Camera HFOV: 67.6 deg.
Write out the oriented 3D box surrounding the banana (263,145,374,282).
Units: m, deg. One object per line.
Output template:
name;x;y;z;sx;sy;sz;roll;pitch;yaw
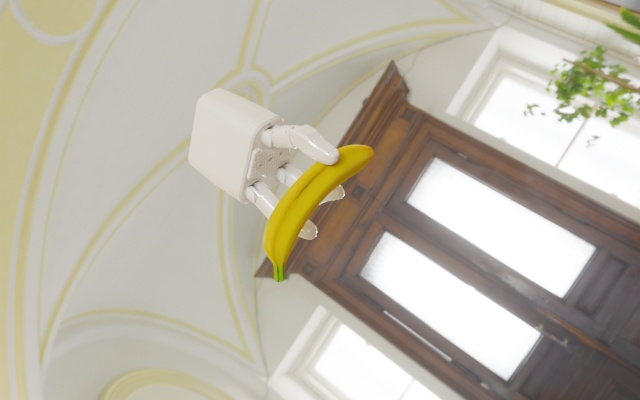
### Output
banana;-0.006;-0.005;0.538;0.037;0.197;0.070;29;-19;28
